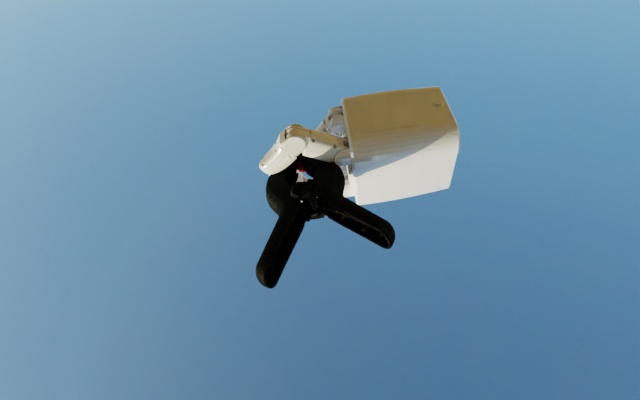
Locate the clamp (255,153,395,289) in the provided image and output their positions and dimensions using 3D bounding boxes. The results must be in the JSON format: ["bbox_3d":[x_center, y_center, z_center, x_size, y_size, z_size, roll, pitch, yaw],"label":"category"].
[{"bbox_3d":[0.000,0.002,0.449,0.120,0.039,0.171,-9,44,3],"label":"clamp"}]
